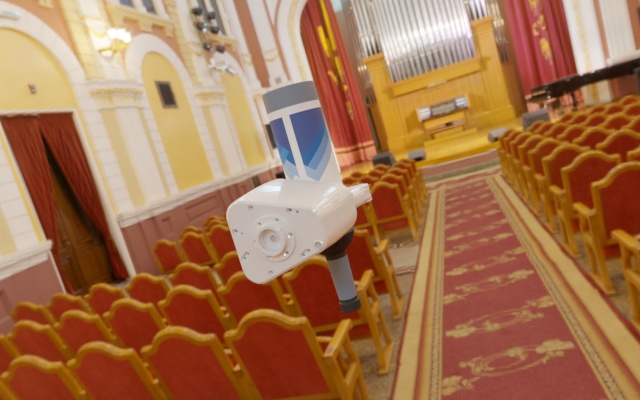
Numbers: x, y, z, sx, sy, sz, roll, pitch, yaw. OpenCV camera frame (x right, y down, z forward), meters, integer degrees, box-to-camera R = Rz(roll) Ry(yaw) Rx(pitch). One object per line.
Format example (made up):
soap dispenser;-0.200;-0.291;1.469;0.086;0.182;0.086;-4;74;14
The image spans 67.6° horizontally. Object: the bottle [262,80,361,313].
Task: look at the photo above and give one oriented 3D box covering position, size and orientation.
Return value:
bottle;0.000;0.002;0.607;0.069;0.296;0.069;-16;8;2
